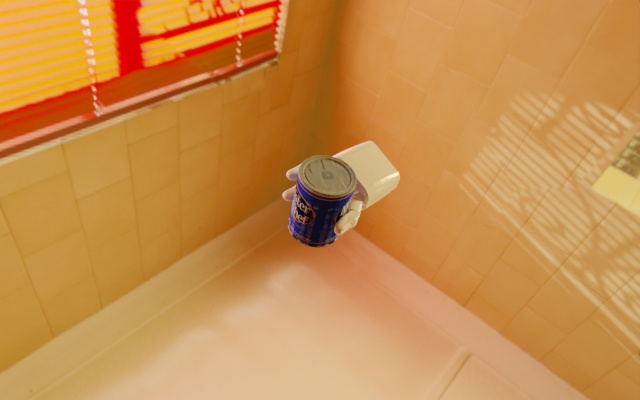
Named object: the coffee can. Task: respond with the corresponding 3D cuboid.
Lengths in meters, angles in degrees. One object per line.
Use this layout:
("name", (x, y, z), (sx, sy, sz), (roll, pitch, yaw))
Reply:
("coffee can", (0.000, 0.003, 0.875), (0.103, 0.102, 0.140), (0, -44, -15))
